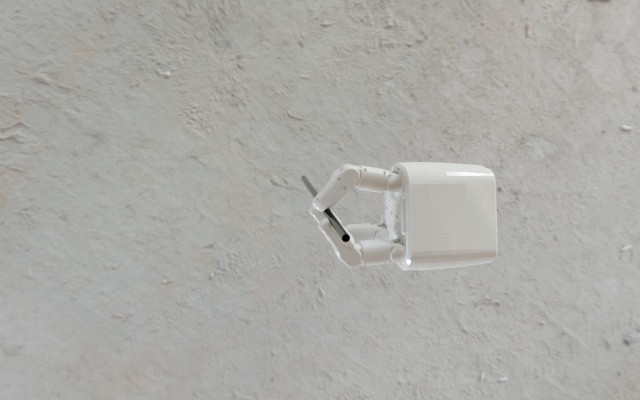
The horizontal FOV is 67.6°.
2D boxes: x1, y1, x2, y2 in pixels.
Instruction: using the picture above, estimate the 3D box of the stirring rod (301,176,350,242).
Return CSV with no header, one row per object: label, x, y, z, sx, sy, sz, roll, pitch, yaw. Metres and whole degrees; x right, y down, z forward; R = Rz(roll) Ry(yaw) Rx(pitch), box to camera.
stirring rod,0.000,0.002,0.543,0.011,0.011,0.239,0,15,-11
